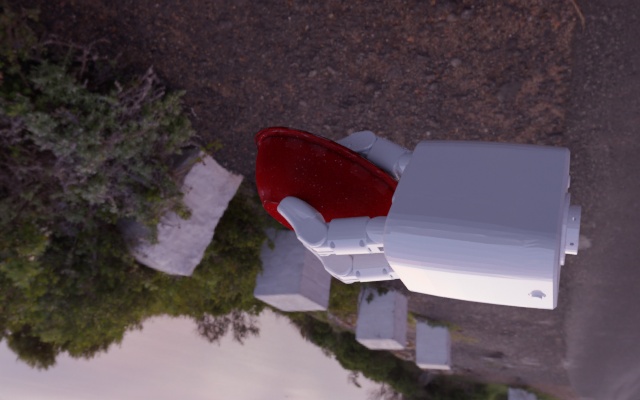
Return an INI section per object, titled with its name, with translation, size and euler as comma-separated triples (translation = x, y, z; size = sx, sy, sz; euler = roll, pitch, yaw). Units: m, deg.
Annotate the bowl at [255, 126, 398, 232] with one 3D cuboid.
[bowl]
translation = -0.001, 0.002, 0.438
size = 0.162, 0.055, 0.162
euler = 25, -16, 8
